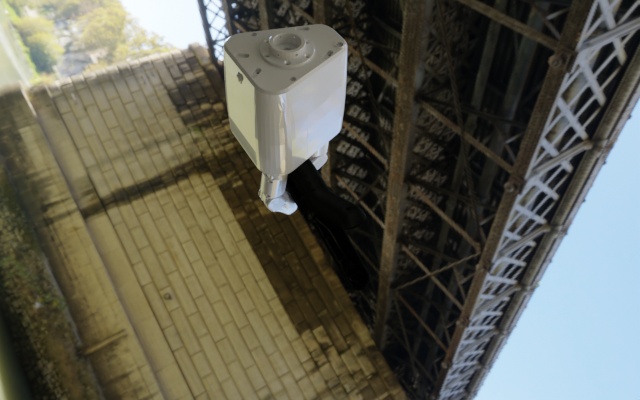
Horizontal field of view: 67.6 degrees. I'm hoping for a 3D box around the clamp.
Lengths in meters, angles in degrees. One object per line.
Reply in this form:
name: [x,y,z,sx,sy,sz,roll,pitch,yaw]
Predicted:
clamp: [0.001,0.001,0.489,0.039,0.171,0.120,-26,-30,-21]
